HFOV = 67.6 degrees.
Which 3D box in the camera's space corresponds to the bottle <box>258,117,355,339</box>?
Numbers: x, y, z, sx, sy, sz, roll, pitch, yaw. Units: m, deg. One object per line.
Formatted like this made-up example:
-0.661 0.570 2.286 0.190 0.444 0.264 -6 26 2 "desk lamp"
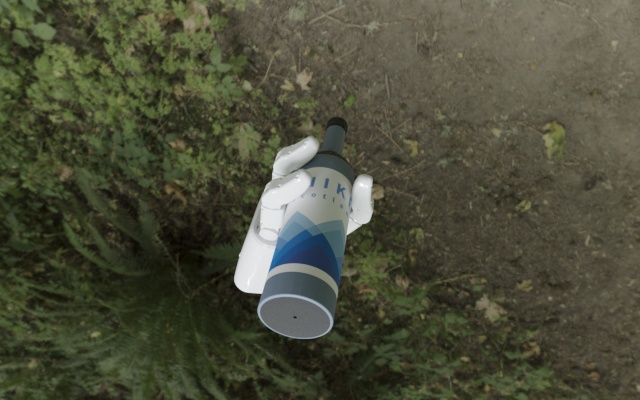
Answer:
0.000 0.002 0.516 0.069 0.069 0.295 0 43 12 "bottle"
